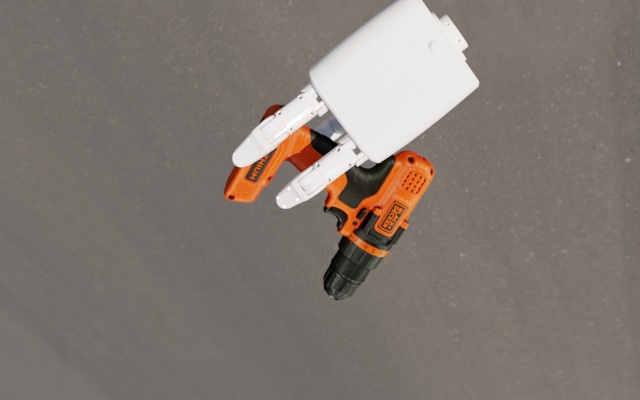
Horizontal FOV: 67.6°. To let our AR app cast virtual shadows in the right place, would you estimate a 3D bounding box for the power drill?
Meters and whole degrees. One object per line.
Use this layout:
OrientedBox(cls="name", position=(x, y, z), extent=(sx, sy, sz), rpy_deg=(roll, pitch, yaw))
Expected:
OrientedBox(cls="power drill", position=(0.000, 0.001, 0.496), extent=(0.188, 0.184, 0.057), rpy_deg=(26, 14, -18))
